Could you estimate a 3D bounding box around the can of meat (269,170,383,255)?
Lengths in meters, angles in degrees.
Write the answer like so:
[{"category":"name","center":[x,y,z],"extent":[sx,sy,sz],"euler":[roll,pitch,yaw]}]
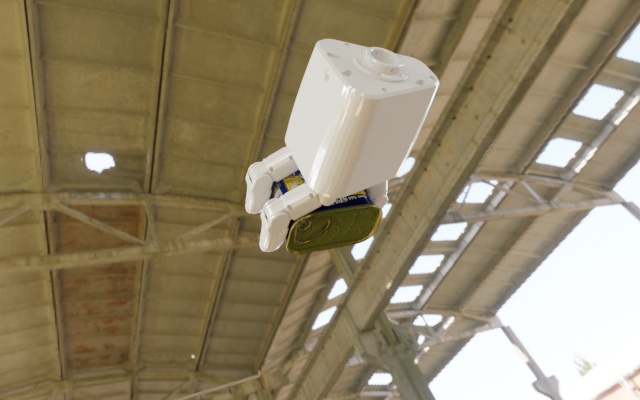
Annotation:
[{"category":"can of meat","center":[0.000,0.001,0.500],"extent":[0.102,0.084,0.057],"euler":[-8,-42,-24]}]
